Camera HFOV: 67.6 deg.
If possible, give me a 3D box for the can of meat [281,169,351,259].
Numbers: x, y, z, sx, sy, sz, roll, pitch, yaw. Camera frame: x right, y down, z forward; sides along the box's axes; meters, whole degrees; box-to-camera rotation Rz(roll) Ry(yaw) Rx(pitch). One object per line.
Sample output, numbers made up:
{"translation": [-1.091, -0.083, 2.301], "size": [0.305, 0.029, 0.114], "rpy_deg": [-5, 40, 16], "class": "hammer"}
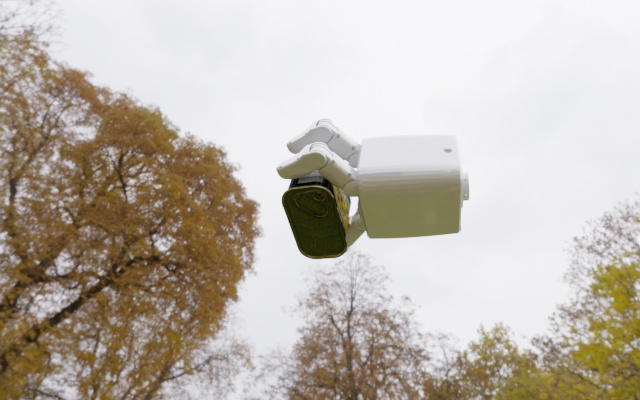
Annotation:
{"translation": [0.000, 0.002, 0.549], "size": [0.057, 0.102, 0.084], "rpy_deg": [-6, 36, 15], "class": "can of meat"}
